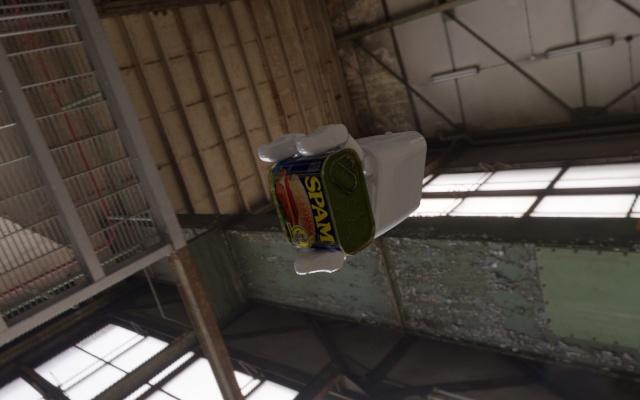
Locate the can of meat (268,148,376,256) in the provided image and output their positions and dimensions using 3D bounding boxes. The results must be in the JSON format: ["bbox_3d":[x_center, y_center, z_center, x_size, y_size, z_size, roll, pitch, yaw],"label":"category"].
[{"bbox_3d":[0.000,0.002,0.491,0.084,0.102,0.057,-1,20,44],"label":"can of meat"}]
